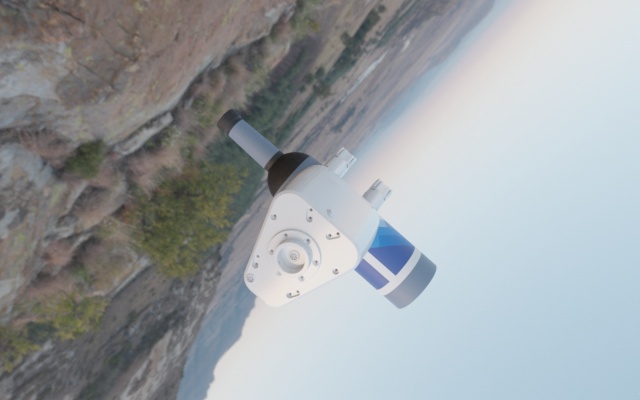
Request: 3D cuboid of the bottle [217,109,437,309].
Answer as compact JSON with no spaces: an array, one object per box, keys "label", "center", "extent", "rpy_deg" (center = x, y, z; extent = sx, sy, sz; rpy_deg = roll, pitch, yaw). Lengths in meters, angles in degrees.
[{"label":"bottle","center":[0.000,0.002,0.549],"extent":[0.295,0.069,0.069],"rpy_deg":[41,1,1]}]
